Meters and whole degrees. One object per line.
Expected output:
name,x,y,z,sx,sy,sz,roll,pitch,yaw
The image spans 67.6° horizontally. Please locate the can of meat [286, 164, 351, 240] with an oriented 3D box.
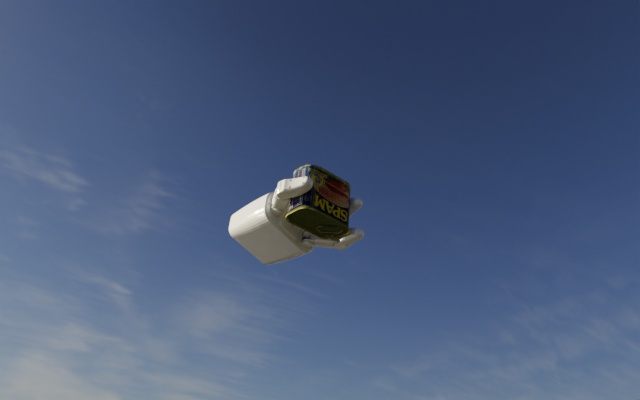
can of meat,0.000,0.002,0.739,0.102,0.084,0.057,28,-39,-33
